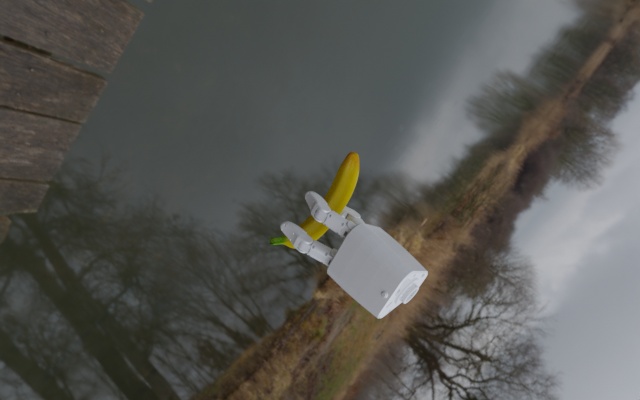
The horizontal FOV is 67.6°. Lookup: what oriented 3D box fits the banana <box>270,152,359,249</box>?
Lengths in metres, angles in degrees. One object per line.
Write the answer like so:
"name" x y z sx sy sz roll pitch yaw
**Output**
"banana" 0.007 0.011 0.770 0.037 0.198 0.070 44 5 34
